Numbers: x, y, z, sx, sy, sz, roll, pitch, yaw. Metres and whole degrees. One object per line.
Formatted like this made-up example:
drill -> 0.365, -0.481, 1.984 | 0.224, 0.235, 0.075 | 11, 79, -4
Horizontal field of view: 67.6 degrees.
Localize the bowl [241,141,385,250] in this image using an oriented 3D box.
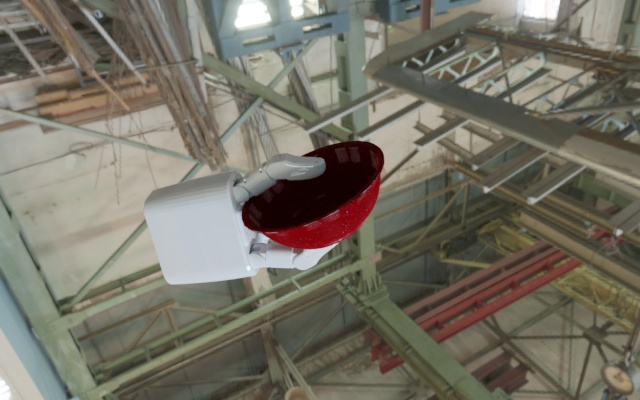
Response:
bowl -> 0.001, 0.002, 0.505 | 0.162, 0.055, 0.162 | -21, 27, 12
